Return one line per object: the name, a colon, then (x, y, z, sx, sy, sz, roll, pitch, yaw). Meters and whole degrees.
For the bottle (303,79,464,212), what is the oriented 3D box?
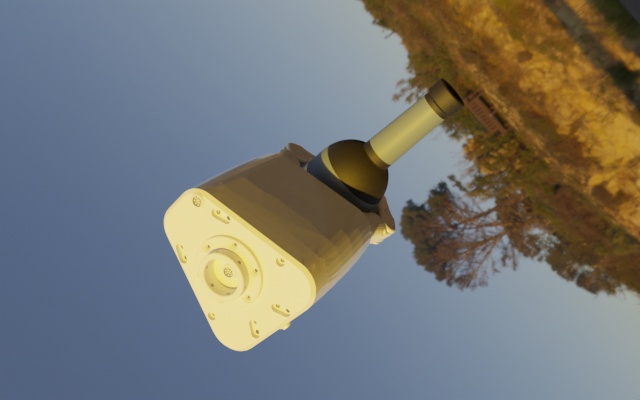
bottle: (0.000, 0.002, 0.429, 0.296, 0.069, 0.069, -40, -21, 28)
